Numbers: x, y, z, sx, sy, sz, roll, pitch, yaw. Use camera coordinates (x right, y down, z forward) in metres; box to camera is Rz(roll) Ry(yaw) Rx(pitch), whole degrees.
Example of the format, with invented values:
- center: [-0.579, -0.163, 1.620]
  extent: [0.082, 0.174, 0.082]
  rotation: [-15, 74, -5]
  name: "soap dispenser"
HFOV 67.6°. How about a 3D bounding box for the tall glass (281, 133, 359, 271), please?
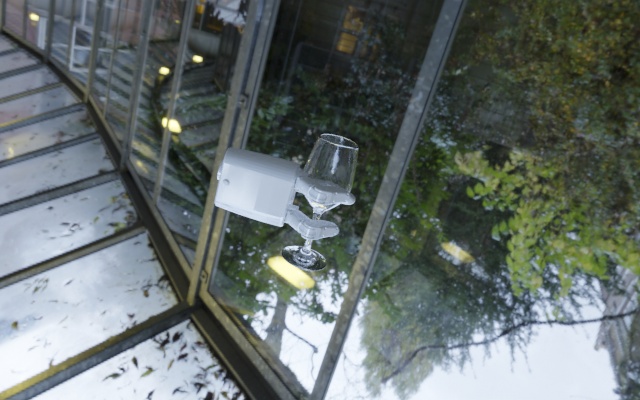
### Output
- center: [0.000, 0.003, 0.728]
  extent: [0.079, 0.201, 0.079]
  rotation: [15, 20, -5]
  name: "tall glass"
